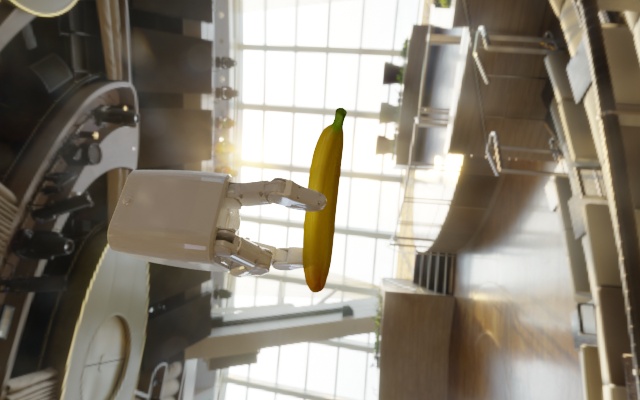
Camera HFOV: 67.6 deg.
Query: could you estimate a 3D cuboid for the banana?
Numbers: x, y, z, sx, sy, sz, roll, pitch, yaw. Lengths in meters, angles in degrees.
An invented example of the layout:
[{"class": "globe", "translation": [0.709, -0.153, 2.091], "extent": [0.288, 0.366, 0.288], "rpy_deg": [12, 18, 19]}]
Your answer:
[{"class": "banana", "translation": [0.001, 0.001, 0.529], "extent": [0.037, 0.198, 0.069], "rpy_deg": [6, -7, 3]}]
